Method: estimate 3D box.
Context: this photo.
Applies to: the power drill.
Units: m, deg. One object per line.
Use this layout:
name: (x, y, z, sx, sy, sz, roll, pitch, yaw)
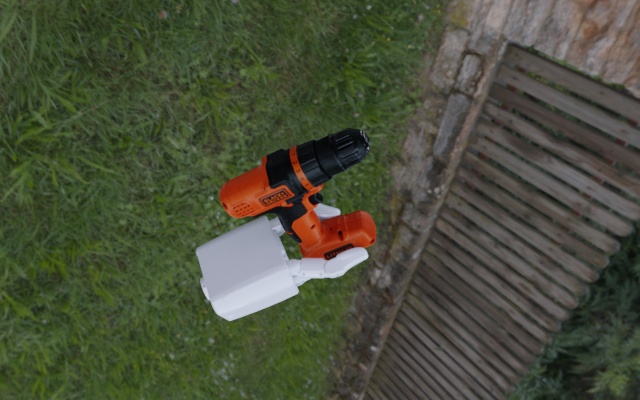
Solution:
power drill: (0.000, 0.002, 0.585, 0.184, 0.057, 0.188, -22, -41, 18)
